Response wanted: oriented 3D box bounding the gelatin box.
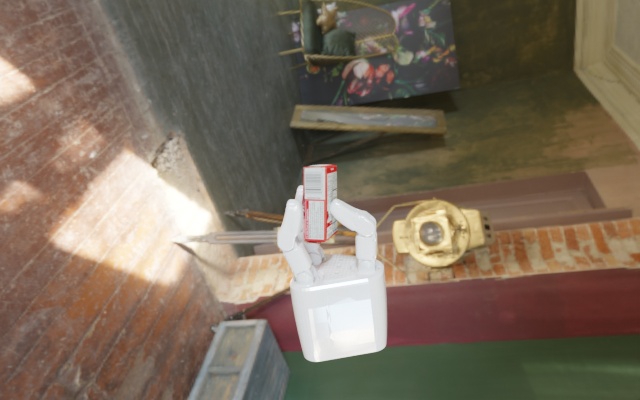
[{"bbox_3d":[0.001,0.002,0.576,0.030,0.089,0.073,1,6,12],"label":"gelatin box"}]
